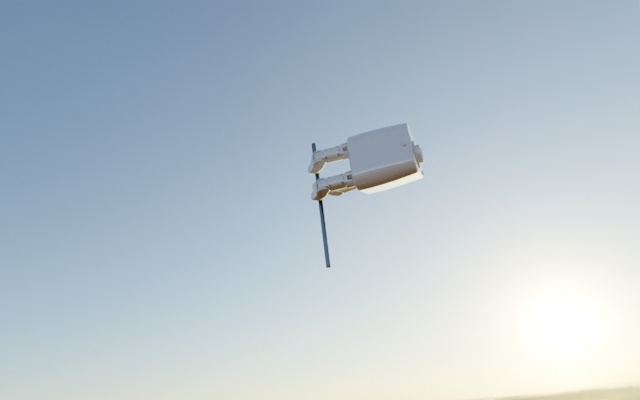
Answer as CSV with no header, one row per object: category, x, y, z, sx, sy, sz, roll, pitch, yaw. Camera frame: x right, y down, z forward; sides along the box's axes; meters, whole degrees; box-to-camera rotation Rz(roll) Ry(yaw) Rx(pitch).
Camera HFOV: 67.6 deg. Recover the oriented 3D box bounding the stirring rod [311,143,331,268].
stirring rod,0.000,0.003,0.851,0.011,0.239,0.011,-6,-24,-3
